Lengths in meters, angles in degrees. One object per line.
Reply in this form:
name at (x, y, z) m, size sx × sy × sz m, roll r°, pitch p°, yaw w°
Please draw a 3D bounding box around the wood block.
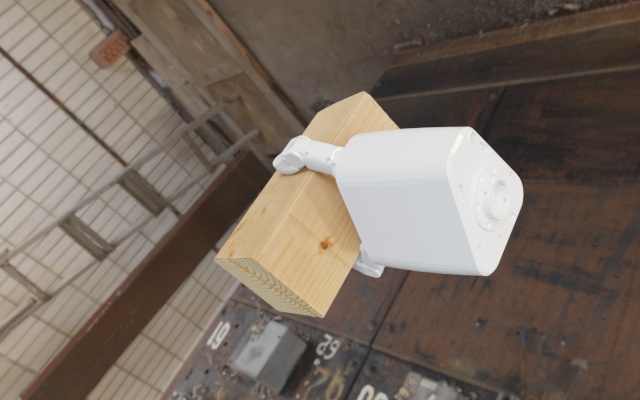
wood block at (0.000, 0.001, 0.481) m, size 0.091 × 0.206 × 0.090 m, roll 44°, pitch -28°, yaw -22°
